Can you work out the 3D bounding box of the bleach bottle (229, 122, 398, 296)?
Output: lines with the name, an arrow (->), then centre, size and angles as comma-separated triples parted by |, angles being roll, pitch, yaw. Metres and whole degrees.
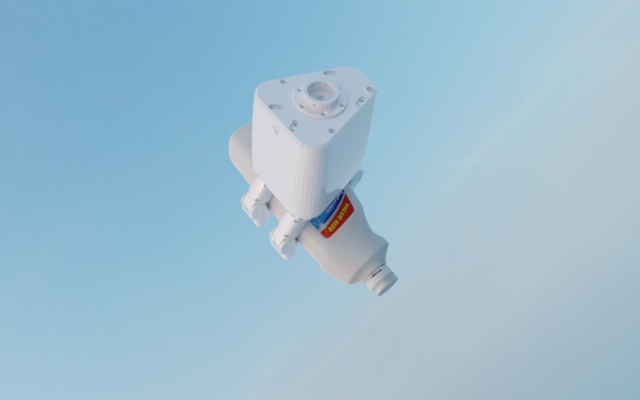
bleach bottle -> 0.000, 0.002, 0.553 | 0.102, 0.250, 0.068 | -31, -26, -25
